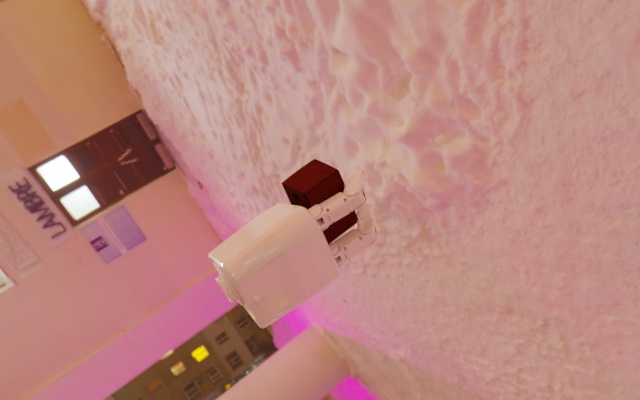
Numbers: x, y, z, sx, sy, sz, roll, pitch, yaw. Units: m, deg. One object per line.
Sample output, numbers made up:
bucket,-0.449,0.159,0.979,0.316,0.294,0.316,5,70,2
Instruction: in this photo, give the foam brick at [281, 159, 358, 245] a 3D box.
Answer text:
foam brick,0.000,0.002,0.554,0.051,0.078,0.053,-35,32,-19
